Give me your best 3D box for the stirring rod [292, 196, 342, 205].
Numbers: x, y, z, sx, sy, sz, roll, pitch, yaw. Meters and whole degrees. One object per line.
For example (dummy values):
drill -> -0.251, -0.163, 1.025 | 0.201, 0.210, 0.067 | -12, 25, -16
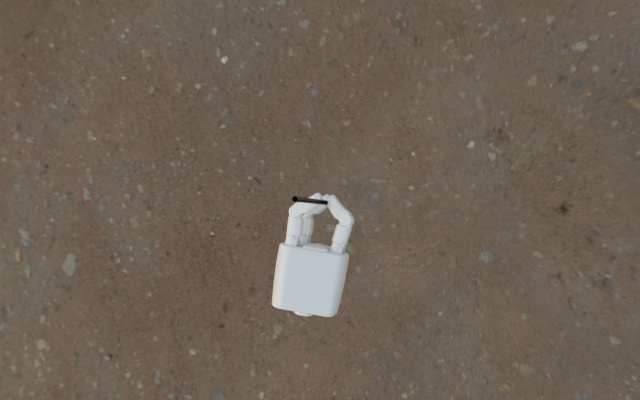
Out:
stirring rod -> 0.000, 0.003, 0.768 | 0.011, 0.011, 0.239 | 0, -2, 17
